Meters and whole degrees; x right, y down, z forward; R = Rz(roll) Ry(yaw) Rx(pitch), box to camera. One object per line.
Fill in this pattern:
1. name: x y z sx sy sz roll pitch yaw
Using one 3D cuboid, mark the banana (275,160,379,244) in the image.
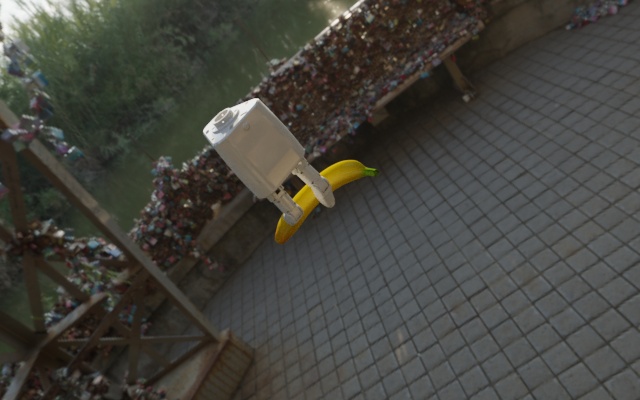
1. banana: -0.003 -0.008 0.776 0.198 0.037 0.069 -37 34 3
